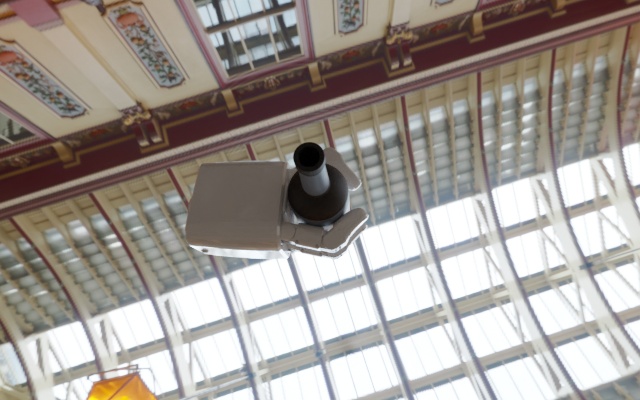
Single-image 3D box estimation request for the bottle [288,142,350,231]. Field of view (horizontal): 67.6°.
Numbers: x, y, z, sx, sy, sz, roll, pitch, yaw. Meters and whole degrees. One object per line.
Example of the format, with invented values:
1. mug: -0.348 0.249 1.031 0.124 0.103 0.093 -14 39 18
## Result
1. bottle: 0.000 0.002 0.550 0.069 0.069 0.296 0 -16 4
